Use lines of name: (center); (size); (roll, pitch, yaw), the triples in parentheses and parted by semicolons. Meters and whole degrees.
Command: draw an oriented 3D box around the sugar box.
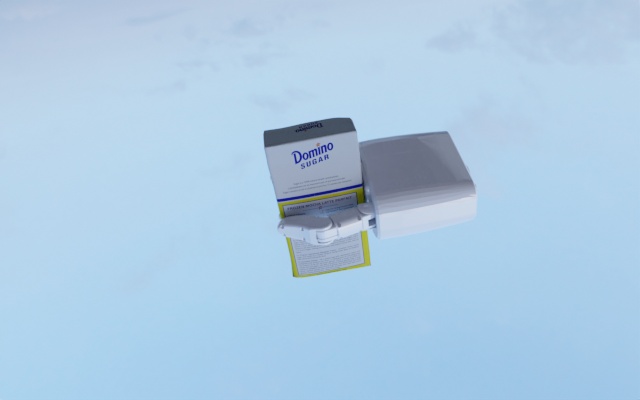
sugar box: (0.000, 0.001, 0.518); (0.093, 0.176, 0.048); (-10, 32, -2)
